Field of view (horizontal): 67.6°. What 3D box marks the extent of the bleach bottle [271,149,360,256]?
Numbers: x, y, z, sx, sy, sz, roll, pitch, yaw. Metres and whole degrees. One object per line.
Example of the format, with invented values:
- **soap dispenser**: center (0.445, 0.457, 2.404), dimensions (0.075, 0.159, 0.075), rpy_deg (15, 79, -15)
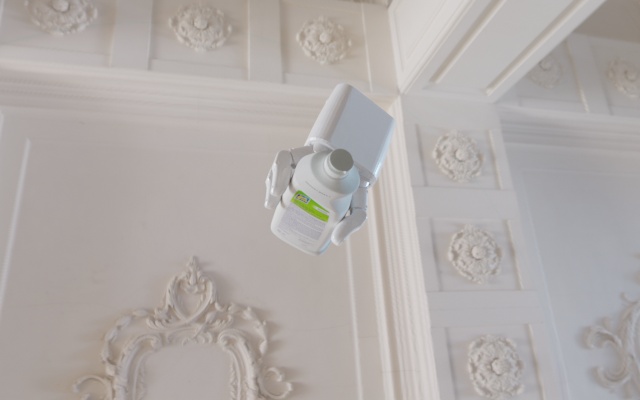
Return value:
- **bleach bottle**: center (0.000, 0.002, 0.644), dimensions (0.102, 0.068, 0.251), rpy_deg (27, -25, -4)
